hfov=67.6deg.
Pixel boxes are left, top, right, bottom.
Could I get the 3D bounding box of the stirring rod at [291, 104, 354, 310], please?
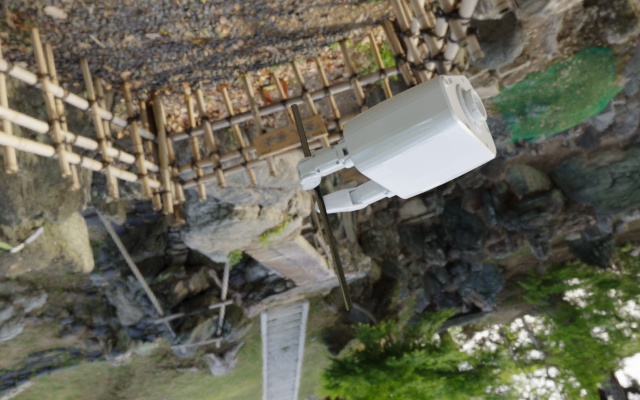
[{"bbox_3d":[0.000,0.002,0.528,0.011,0.239,0.011,-15,-14,-4],"label":"stirring rod"}]
